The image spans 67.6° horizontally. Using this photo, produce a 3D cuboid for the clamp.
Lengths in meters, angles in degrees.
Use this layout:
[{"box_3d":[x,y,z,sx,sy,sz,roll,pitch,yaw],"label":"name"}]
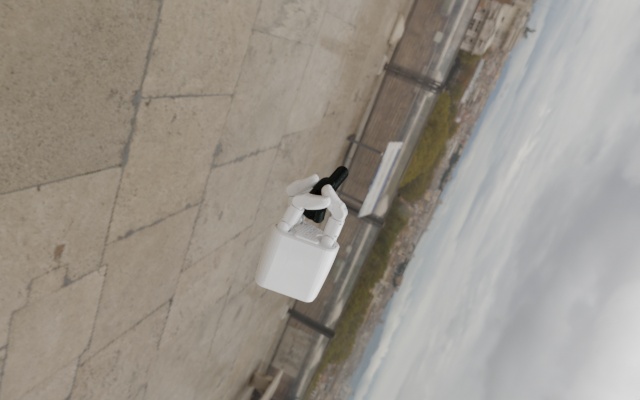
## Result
[{"box_3d":[0.001,0.003,0.848,0.039,0.120,0.171,25,18,12],"label":"clamp"}]
